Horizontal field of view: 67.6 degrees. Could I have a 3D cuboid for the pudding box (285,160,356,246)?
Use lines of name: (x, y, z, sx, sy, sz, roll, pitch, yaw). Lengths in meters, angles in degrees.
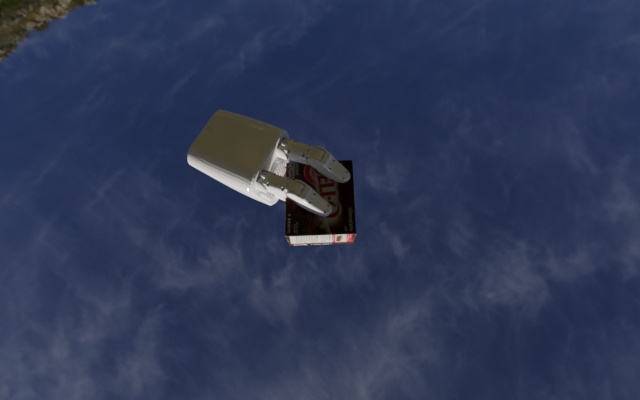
pudding box: (0.000, 0.002, 0.631, 0.090, 0.113, 0.039, -3, -26, 2)
